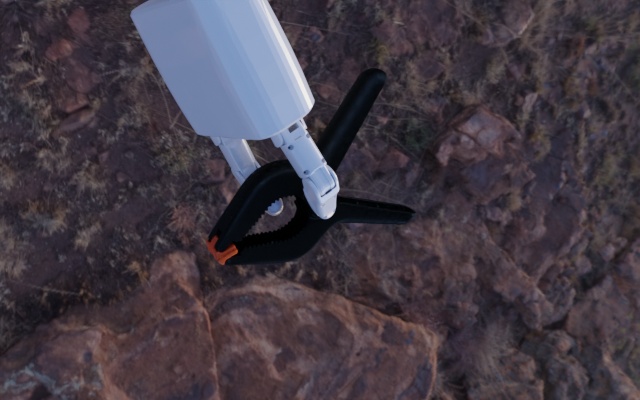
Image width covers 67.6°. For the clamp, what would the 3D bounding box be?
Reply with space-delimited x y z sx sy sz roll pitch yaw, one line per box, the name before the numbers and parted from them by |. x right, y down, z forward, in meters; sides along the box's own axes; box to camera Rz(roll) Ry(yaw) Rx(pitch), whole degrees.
clamp | 0.000 0.002 0.434 0.210 0.165 0.036 -36 33 -15
